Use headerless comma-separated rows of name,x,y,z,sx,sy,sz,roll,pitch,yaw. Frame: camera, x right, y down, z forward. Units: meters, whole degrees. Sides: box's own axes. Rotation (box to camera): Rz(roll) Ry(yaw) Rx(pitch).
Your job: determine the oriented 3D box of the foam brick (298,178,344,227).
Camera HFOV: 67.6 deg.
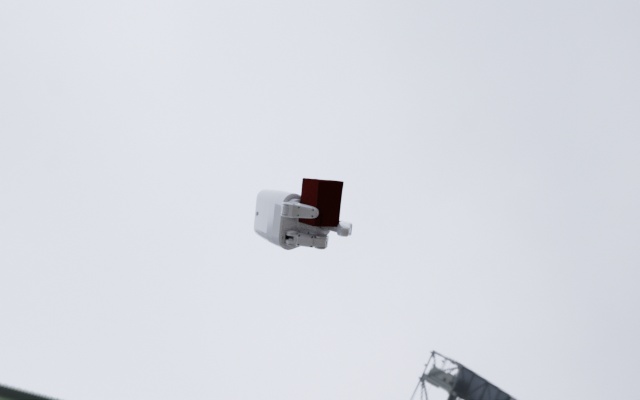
foam brick,0.000,0.002,0.799,0.053,0.078,0.051,3,7,-35
